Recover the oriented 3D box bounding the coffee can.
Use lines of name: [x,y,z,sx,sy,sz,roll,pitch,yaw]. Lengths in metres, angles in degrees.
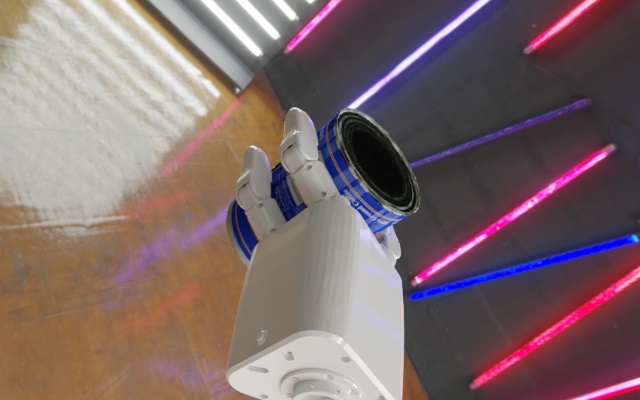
coffee can: [0.000,0.001,0.421,0.140,0.102,0.103,-36,-20,31]
